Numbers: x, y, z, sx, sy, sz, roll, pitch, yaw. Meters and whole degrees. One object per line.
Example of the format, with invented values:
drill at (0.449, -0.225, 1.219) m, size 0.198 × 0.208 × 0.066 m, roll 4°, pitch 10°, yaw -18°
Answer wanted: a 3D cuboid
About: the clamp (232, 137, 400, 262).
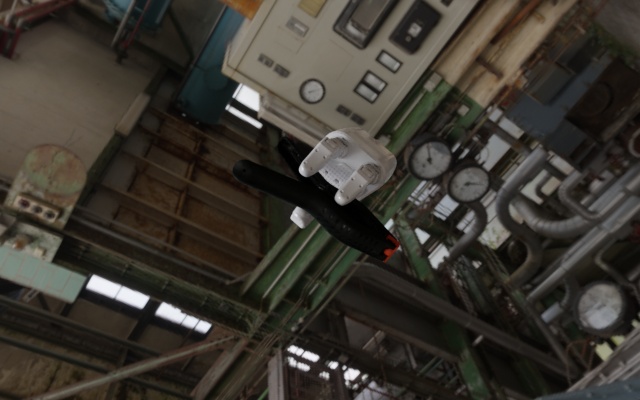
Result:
clamp at (0.000, 0.003, 0.565) m, size 0.210 × 0.036 × 0.164 m, roll 40°, pitch 23°, yaw 7°
